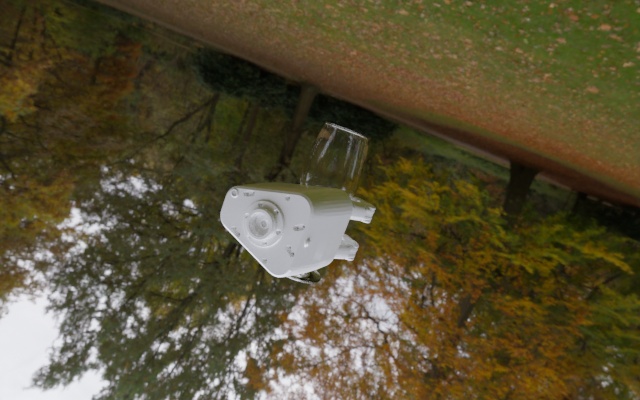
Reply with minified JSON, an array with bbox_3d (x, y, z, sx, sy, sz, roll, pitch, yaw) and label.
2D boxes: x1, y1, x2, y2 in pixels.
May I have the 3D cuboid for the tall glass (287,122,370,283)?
[{"bbox_3d":[0.000,0.003,0.624,0.079,0.201,0.079,20,11,-4],"label":"tall glass"}]
